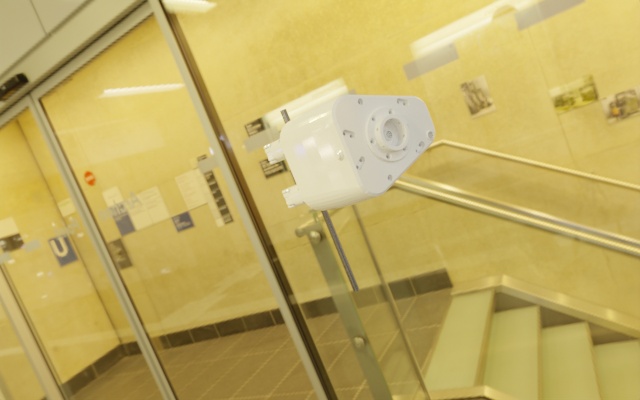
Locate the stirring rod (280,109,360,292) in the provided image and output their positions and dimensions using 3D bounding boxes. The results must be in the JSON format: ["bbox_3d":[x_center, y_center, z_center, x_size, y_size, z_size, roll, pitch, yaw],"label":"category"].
[{"bbox_3d":[0.000,0.002,0.587,0.011,0.239,0.011,-22,6,2],"label":"stirring rod"}]
